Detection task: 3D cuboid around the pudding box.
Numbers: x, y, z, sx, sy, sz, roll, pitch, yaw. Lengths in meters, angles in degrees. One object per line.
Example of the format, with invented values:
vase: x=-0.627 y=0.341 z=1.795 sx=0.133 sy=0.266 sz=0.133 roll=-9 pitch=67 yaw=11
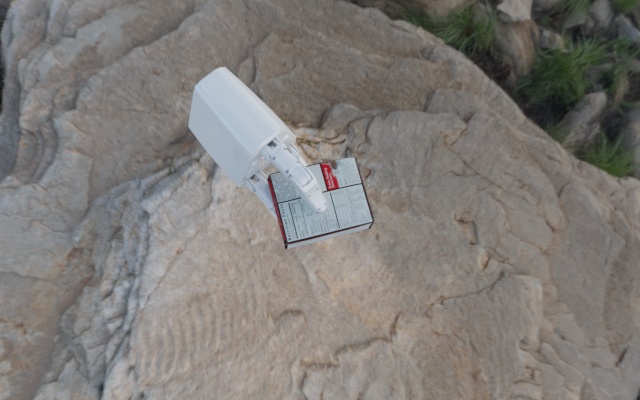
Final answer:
pudding box: x=0.000 y=0.002 z=0.579 sx=0.113 sy=0.090 sz=0.039 roll=-13 pitch=-11 yaw=-8
